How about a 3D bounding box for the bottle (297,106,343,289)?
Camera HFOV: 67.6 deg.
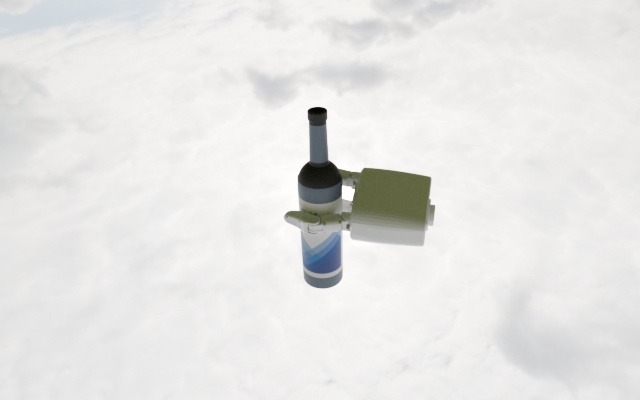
[{"bbox_3d":[0.000,0.003,0.716,0.069,0.296,0.069,-1,34,1],"label":"bottle"}]
